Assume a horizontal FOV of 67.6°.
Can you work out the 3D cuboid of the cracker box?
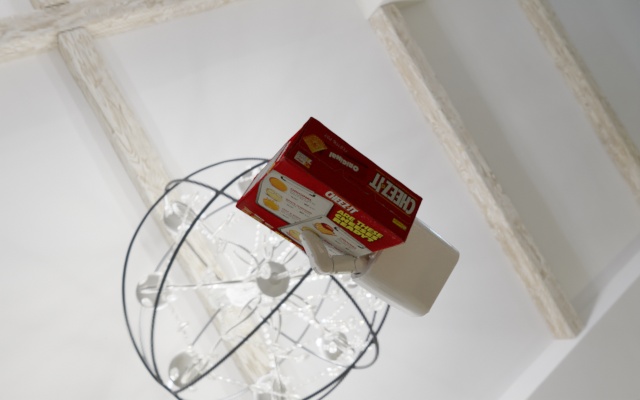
[{"bbox_3d":[0.000,0.002,0.607,0.164,0.072,0.214,34,-26,-12],"label":"cracker box"}]
